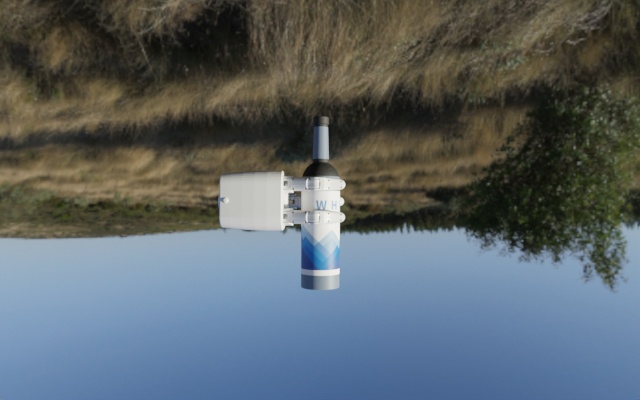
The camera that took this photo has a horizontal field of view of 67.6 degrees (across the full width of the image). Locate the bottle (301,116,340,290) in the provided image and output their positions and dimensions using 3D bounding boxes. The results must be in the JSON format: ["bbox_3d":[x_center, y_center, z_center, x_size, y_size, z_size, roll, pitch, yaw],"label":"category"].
[{"bbox_3d":[0.000,0.003,0.828,0.069,0.295,0.069,0,-1,0],"label":"bottle"}]
